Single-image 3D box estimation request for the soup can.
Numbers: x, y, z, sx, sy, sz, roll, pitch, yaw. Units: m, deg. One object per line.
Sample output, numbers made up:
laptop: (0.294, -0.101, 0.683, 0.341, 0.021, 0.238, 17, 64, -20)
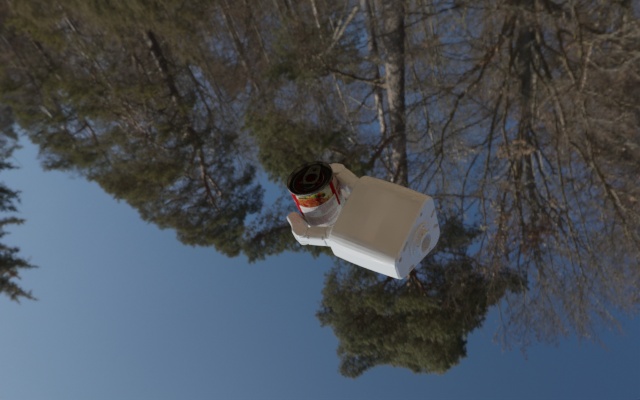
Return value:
soup can: (0.000, 0.002, 0.699, 0.068, 0.068, 0.102, 0, -43, 25)
